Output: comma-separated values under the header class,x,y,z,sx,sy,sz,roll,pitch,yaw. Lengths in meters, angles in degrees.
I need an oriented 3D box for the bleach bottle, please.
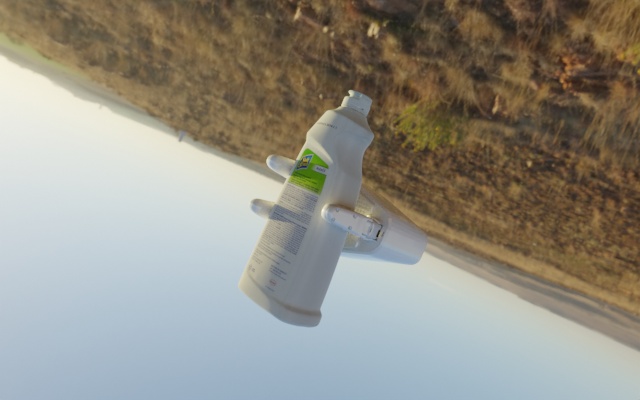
class,x,y,z,sx,sy,sz,roll,pitch,yaw
bleach bottle,0.000,0.002,0.522,0.102,0.251,0.068,24,0,42
